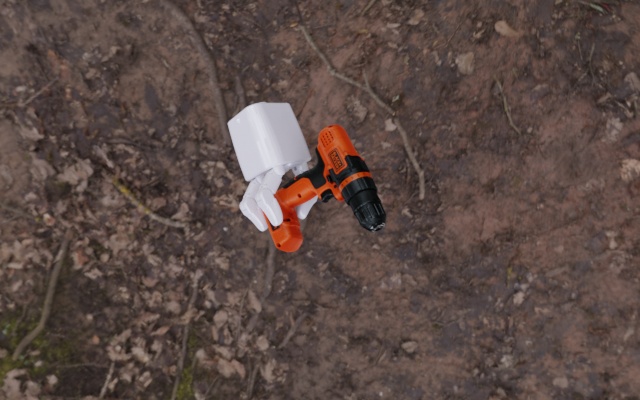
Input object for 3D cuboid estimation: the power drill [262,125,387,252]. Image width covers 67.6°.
[{"bbox_3d":[0.000,0.002,0.740,0.188,0.184,0.057,-37,-30,25],"label":"power drill"}]
